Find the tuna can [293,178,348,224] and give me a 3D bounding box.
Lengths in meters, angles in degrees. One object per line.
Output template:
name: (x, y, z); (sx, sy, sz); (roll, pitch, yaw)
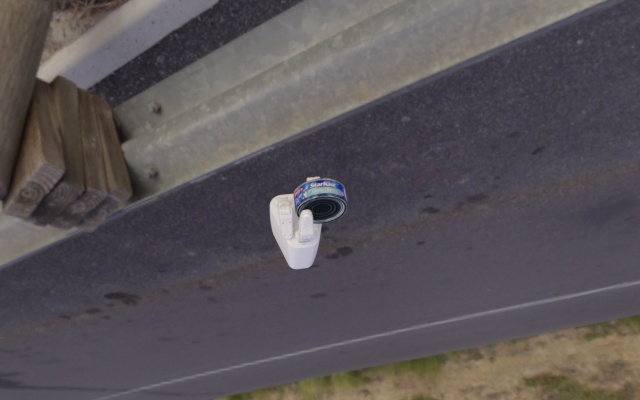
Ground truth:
tuna can: (0.000, 0.003, 0.766); (0.086, 0.033, 0.086); (-6, -33, -4)
